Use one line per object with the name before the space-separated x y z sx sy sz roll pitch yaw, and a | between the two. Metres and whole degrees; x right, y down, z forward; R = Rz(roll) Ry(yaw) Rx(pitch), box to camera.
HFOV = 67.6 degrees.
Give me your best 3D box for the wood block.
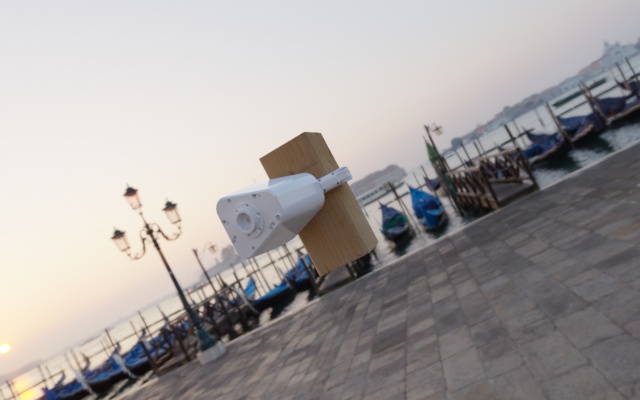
wood block | 0.000 0.002 0.762 0.091 0.206 0.090 -28 -2 18
